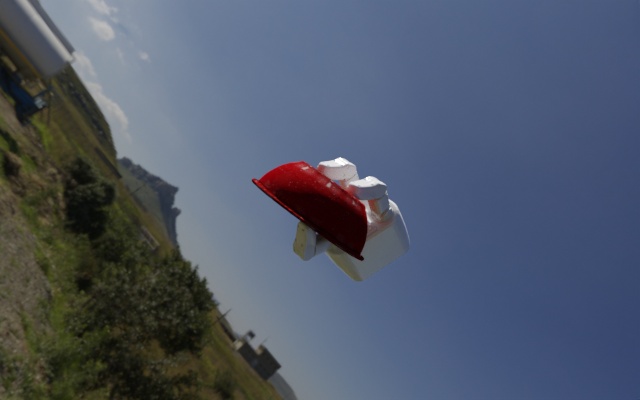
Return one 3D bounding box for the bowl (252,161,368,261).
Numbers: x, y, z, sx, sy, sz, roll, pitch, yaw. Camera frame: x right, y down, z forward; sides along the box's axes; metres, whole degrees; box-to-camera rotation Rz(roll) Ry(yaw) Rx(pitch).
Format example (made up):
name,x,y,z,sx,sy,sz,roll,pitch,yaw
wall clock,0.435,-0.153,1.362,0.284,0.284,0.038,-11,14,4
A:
name,x,y,z,sx,sy,sz,roll,pitch,yaw
bowl,0.000,0.001,0.560,0.162,0.055,0.162,36,1,-1
